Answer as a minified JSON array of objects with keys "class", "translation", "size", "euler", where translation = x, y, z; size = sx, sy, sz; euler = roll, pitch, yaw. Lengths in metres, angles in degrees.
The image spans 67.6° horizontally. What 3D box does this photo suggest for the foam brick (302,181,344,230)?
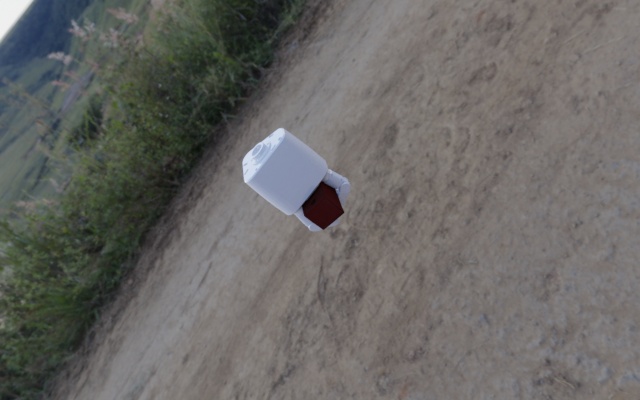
[{"class":"foam brick","translation":[0.000,0.003,0.852],"size":[0.051,0.053,0.078],"euler":[38,19,-30]}]
